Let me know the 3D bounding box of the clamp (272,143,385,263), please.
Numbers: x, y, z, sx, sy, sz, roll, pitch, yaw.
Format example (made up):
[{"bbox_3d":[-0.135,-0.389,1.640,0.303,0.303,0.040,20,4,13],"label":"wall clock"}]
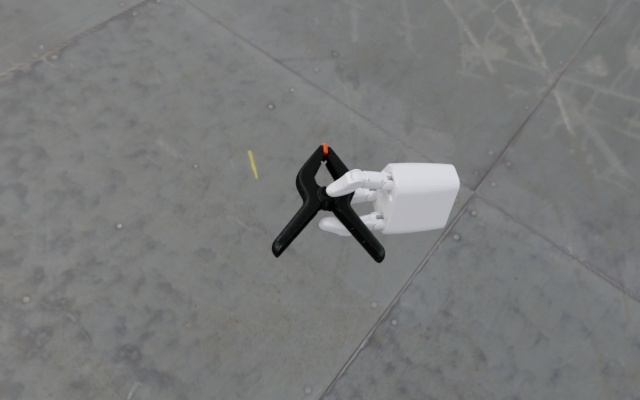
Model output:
[{"bbox_3d":[0.000,0.001,0.726,0.164,0.209,0.036,-1,-33,-15],"label":"clamp"}]
